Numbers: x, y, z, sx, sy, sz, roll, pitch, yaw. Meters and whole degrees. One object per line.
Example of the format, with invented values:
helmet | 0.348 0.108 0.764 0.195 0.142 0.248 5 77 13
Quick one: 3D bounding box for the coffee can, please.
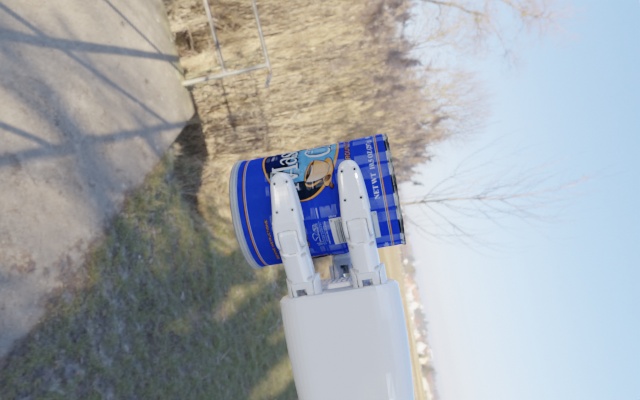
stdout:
coffee can | 0.000 0.001 0.440 0.140 0.103 0.103 -10 -1 8
